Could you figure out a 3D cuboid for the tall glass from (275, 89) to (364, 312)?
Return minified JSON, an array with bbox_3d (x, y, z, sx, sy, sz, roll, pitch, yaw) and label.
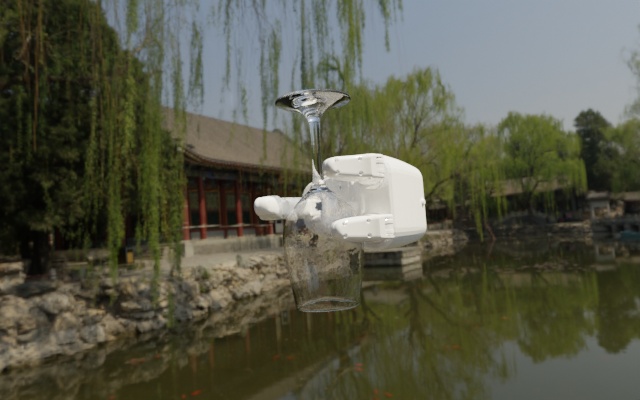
[{"bbox_3d":[0.000,0.001,0.460,0.079,0.201,0.079,-4,-4,0],"label":"tall glass"}]
